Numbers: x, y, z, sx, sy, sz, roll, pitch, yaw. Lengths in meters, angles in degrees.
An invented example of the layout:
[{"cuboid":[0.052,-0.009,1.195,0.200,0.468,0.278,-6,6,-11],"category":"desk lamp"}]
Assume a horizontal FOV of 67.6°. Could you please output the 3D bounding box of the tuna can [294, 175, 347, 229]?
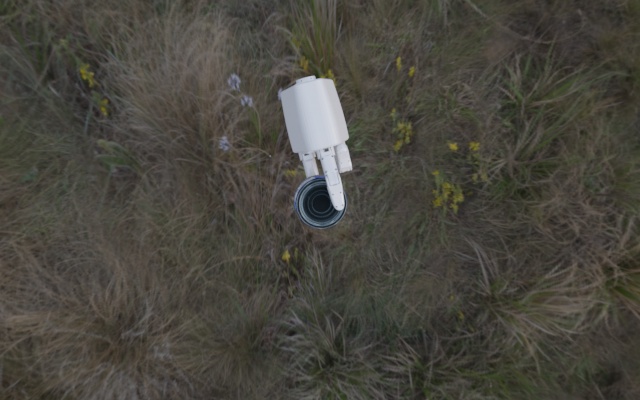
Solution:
[{"cuboid":[0.000,0.003,0.783,0.086,0.086,0.033,0,11,-7],"category":"tuna can"}]
